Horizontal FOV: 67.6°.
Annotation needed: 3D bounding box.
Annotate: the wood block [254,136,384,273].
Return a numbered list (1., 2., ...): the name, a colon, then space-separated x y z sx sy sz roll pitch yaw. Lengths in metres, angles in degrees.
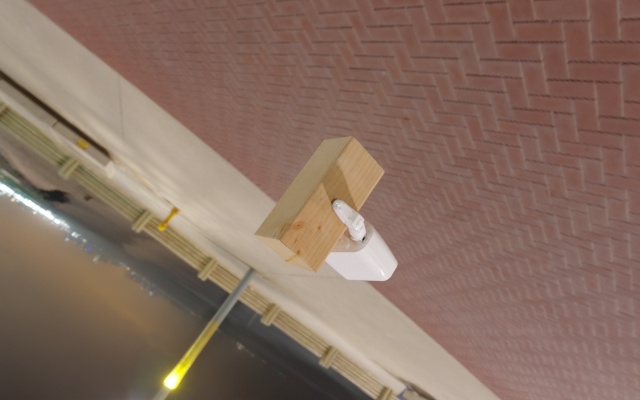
1. wood block: 0.000 0.003 0.777 0.090 0.206 0.091 44 -20 -26
